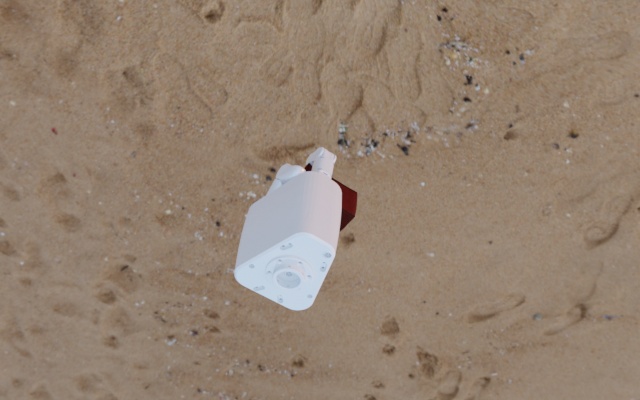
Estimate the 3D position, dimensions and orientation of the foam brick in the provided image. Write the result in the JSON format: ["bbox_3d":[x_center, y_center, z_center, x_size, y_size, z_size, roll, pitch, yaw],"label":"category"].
[{"bbox_3d":[0.000,0.002,0.599,0.078,0.053,0.051,30,34,-18],"label":"foam brick"}]
